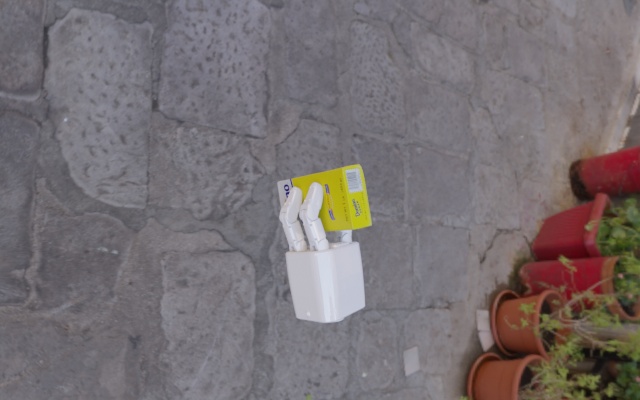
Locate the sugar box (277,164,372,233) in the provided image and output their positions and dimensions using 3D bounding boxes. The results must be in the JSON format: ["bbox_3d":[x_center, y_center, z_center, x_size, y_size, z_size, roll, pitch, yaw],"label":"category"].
[{"bbox_3d":[0.000,0.003,0.754,0.048,0.093,0.176,-10,0,-40],"label":"sugar box"}]
